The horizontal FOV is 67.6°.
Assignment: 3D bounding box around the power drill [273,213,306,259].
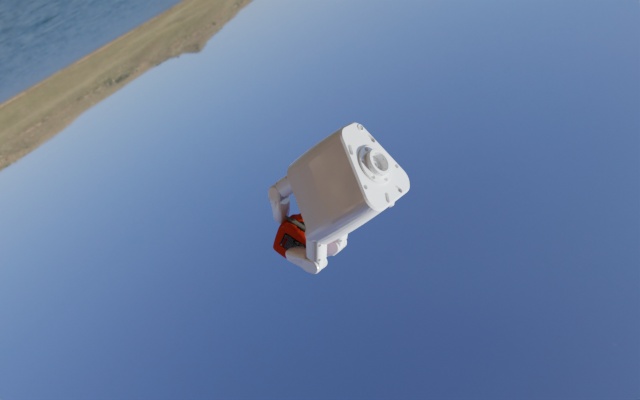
[{"bbox_3d":[0.000,0.003,0.719,0.057,0.187,0.184,30,-27,3],"label":"power drill"}]
